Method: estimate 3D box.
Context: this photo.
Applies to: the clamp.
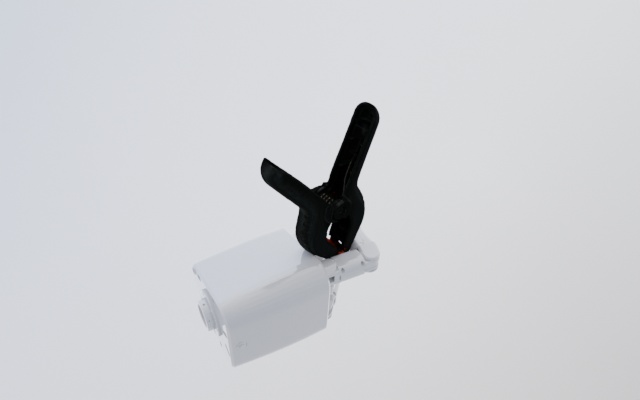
[{"bbox_3d":[0.000,0.001,0.441,0.120,0.172,0.039,-22,43,-26],"label":"clamp"}]
